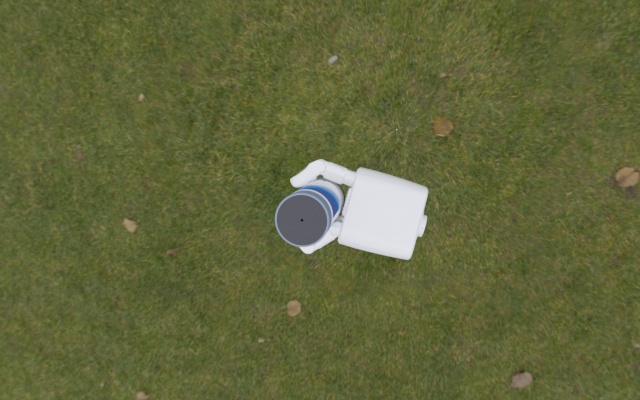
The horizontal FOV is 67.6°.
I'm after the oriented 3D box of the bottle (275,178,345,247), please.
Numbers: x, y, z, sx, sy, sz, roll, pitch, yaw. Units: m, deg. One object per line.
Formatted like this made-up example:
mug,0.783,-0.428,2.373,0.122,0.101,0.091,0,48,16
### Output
bottle,0.000,0.002,0.713,0.069,0.069,0.295,0,8,9
